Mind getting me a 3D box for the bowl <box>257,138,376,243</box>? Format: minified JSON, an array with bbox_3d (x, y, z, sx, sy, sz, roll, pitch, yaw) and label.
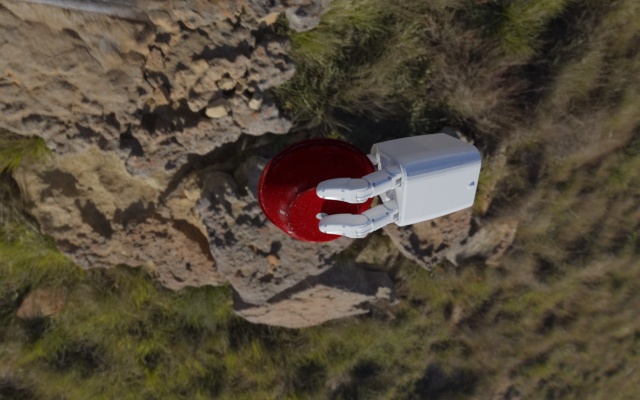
[{"bbox_3d":[-0.001,0.003,0.617,0.162,0.162,0.055,0,38,-10],"label":"bowl"}]
